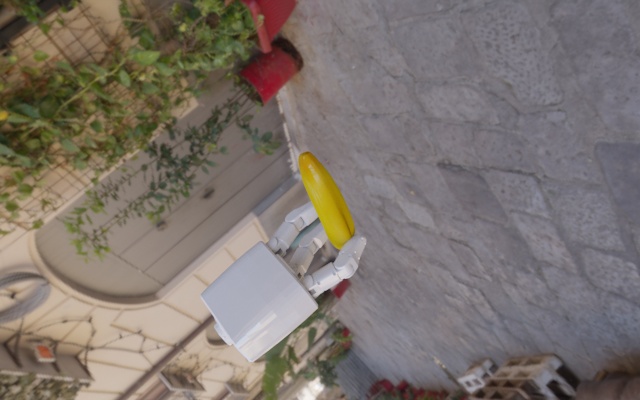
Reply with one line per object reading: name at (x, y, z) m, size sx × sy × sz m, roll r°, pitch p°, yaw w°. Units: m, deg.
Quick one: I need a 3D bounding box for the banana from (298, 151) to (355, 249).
banana at (0.012, 0.015, 0.601) m, size 0.037 × 0.069 × 0.198 m, roll -38°, pitch -29°, yaw -10°
